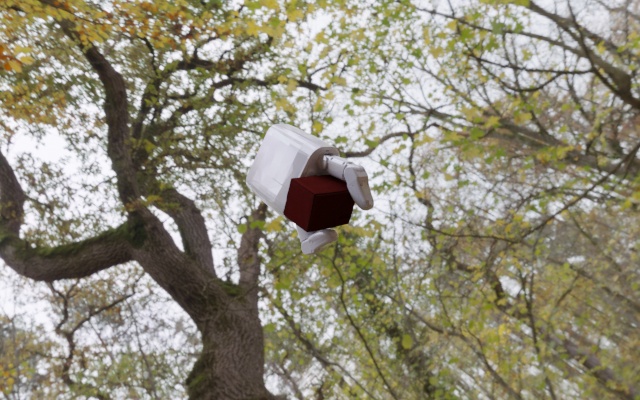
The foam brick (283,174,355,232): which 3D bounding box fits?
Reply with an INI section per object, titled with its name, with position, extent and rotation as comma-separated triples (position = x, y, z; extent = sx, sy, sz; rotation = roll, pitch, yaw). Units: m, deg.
[foam brick]
position = 0.000, 0.002, 0.612
extent = 0.078, 0.053, 0.051
rotation = -8, 31, -43
